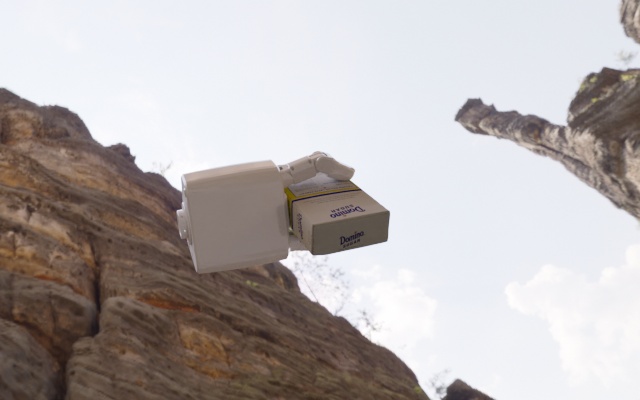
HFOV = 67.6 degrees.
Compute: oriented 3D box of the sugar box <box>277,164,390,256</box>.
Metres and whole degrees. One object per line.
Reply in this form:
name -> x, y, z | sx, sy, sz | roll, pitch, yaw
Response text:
sugar box -> 0.000, 0.002, 0.574 | 0.093, 0.048, 0.176 | -9, 29, -20
